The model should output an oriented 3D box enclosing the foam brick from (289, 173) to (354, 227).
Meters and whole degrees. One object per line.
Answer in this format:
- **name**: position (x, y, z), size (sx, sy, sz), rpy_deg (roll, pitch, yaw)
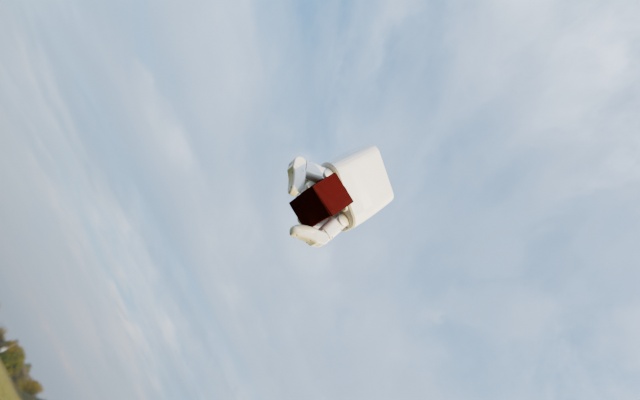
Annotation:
- **foam brick**: position (0.000, 0.002, 0.707), size (0.051, 0.053, 0.078), rpy_deg (-31, -1, -36)
